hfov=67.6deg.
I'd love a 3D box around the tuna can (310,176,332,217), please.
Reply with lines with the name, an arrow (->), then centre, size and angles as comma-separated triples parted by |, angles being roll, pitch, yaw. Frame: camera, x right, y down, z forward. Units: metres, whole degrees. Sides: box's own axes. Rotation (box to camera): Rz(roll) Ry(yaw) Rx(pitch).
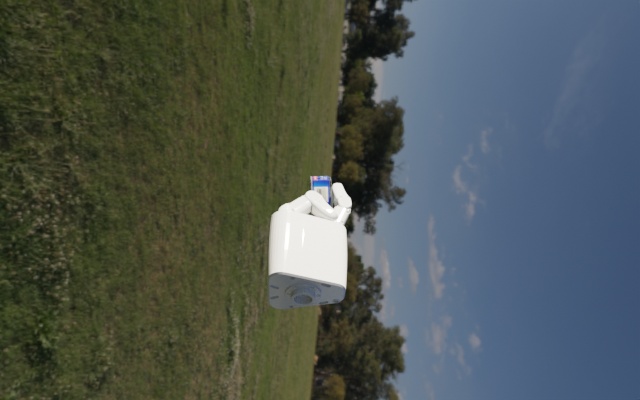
tuna can -> 0.001, 0.002, 0.779 | 0.034, 0.086, 0.086 | -1, 0, -2
